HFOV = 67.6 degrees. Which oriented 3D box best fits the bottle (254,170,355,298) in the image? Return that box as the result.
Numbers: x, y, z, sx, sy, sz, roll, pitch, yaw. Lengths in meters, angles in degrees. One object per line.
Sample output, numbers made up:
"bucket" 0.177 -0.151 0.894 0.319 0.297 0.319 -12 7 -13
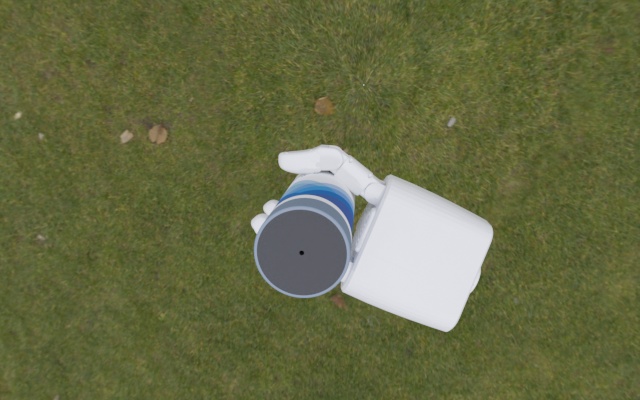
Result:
"bottle" 0.000 0.002 0.466 0.069 0.069 0.295 0 14 5
